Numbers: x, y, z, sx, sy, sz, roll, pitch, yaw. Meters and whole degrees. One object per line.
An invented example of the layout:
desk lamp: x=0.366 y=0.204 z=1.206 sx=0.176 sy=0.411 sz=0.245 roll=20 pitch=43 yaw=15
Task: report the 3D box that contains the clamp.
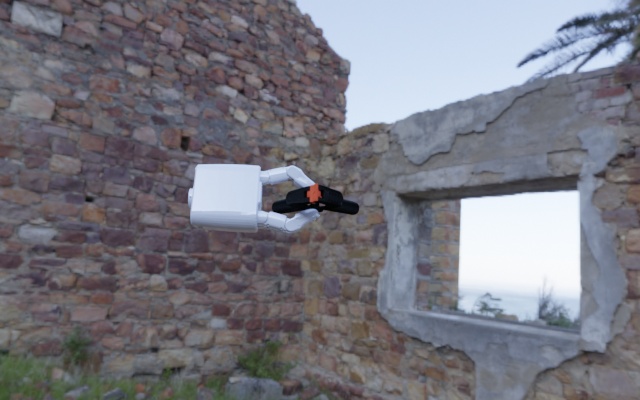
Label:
clamp: x=0.000 y=0.002 z=0.822 sx=0.164 sy=0.036 sz=0.210 roll=0 pitch=-8 yaw=-7
